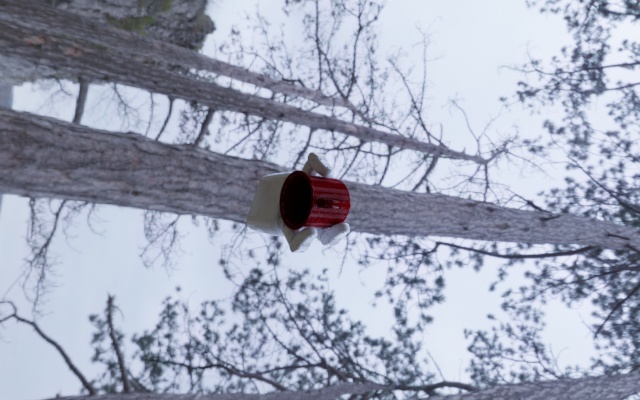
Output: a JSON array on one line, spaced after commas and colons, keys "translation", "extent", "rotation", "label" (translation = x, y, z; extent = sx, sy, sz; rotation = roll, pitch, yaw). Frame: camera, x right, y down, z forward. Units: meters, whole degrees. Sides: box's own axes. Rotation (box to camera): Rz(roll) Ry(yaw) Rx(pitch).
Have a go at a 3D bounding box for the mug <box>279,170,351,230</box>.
[{"translation": [0.001, 0.002, 0.753], "extent": [0.081, 0.093, 0.117], "rotation": [5, -1, -37], "label": "mug"}]
